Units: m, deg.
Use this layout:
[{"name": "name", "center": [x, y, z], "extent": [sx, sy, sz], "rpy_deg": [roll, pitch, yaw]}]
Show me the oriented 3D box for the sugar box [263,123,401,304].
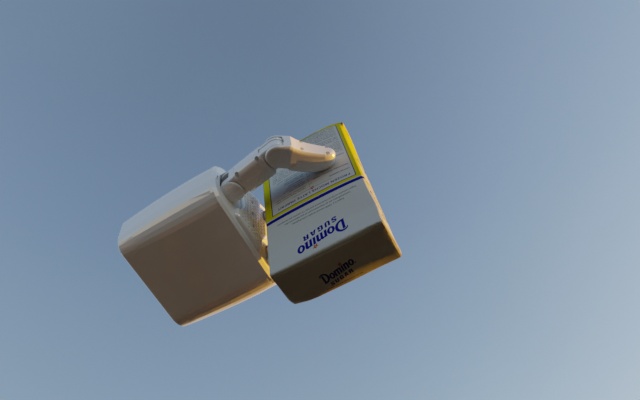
[{"name": "sugar box", "center": [0.000, 0.002, 0.415], "extent": [0.093, 0.048, 0.176], "rpy_deg": [-27, 35, 9]}]
